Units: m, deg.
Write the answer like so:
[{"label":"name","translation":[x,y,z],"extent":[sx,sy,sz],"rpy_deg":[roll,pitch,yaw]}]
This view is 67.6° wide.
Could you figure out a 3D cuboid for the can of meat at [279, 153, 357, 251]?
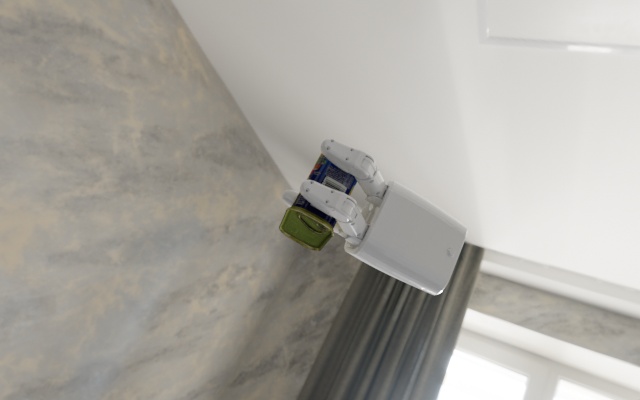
[{"label":"can of meat","translation":[0.000,0.002,0.554],"extent":[0.057,0.084,0.102],"rpy_deg":[29,-22,-1]}]
